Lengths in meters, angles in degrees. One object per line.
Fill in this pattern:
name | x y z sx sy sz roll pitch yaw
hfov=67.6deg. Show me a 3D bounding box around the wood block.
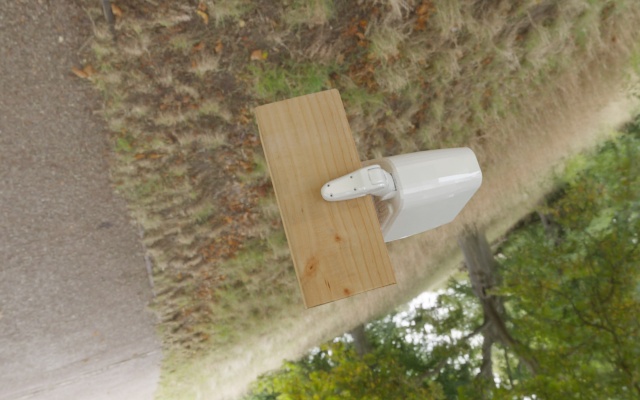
wood block | 0.001 0.002 0.505 0.090 0.206 0.091 -15 -12 -7
